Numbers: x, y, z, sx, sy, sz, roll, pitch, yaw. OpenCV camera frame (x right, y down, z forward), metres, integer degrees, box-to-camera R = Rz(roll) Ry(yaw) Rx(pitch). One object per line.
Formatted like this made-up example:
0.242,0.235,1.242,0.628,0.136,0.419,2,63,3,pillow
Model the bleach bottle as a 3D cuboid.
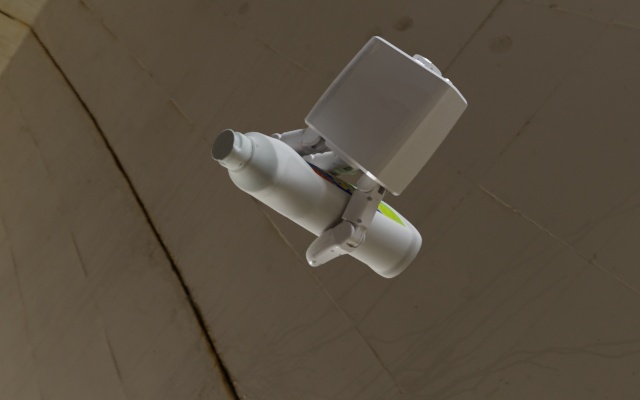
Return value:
0.000,0.002,0.475,0.251,0.068,0.102,29,12,-46,bleach bottle
